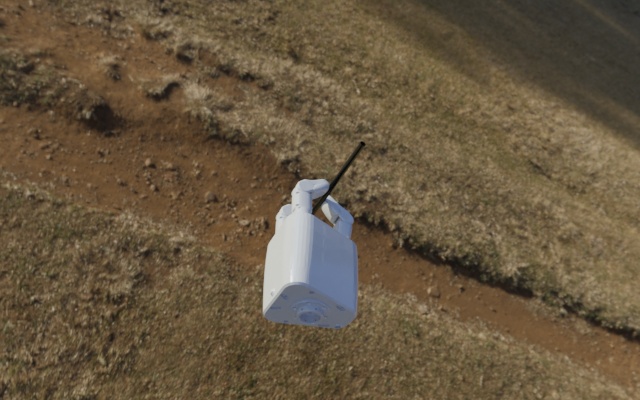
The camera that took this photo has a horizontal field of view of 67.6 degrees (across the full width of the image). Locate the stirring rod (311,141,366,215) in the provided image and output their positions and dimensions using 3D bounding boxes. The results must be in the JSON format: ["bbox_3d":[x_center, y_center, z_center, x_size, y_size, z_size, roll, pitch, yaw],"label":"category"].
[{"bbox_3d":[0.000,0.002,0.686,0.011,0.011,0.240,0,-38,-35],"label":"stirring rod"}]
